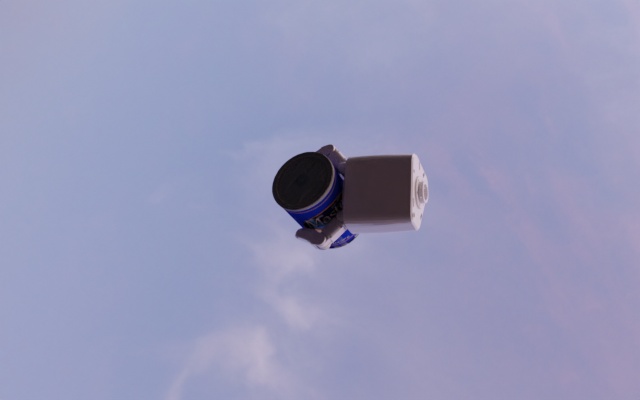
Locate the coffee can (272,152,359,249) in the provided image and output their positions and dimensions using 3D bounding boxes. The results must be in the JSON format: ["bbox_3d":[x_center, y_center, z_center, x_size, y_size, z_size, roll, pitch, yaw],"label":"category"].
[{"bbox_3d":[0.000,0.003,0.769,0.103,0.102,0.140,0,-29,28],"label":"coffee can"}]
